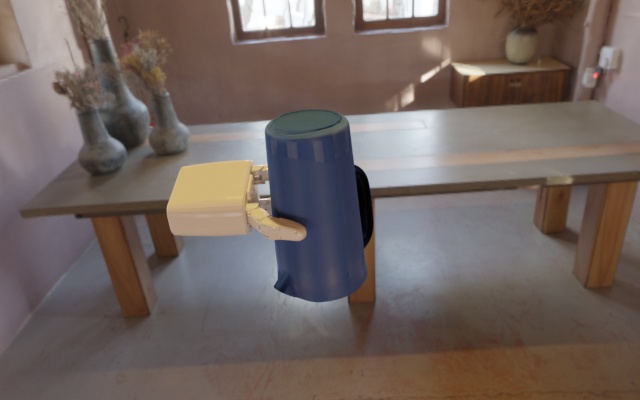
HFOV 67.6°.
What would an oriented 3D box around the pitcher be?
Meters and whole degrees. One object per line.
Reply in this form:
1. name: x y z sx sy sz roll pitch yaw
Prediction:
1. pitcher: 0.000 0.002 0.658 0.145 0.243 0.149 -2 27 5
